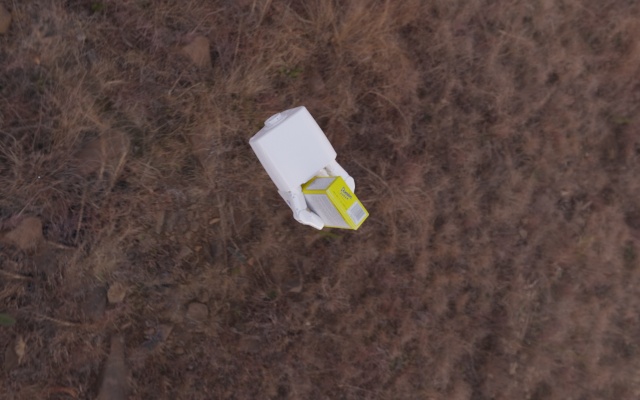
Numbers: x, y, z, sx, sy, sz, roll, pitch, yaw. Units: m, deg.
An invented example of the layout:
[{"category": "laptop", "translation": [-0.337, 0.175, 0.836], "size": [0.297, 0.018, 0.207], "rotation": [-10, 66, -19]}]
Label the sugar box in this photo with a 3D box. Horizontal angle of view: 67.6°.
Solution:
[{"category": "sugar box", "translation": [0.000, 0.002, 0.869], "size": [0.048, 0.093, 0.176], "rotation": [-45, 24, -21]}]
